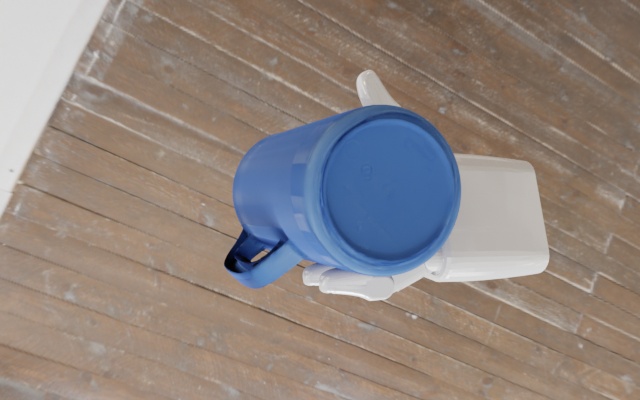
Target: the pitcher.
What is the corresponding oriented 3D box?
[{"bbox_3d":[0.000,0.001,0.401,0.145,0.149,0.243,0,0,-17],"label":"pitcher"}]
